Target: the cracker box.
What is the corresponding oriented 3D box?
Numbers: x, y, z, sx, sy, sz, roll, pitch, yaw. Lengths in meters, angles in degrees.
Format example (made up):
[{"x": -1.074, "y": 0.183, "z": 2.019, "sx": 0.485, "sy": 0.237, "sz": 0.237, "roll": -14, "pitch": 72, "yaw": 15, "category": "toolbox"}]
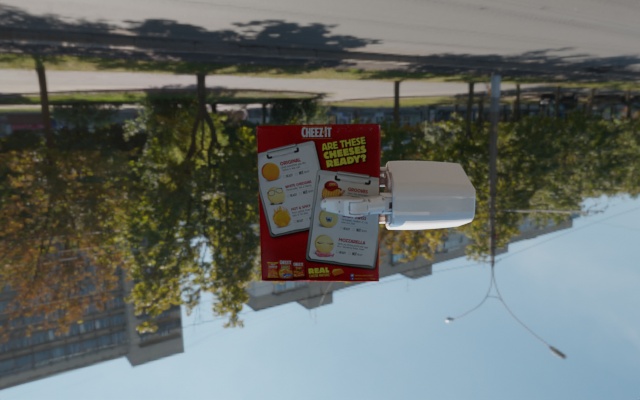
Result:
[{"x": 0.000, "y": 0.002, "z": 0.664, "sx": 0.164, "sy": 0.214, "sz": 0.072, "roll": 0, "pitch": 9, "yaw": 3, "category": "cracker box"}]
